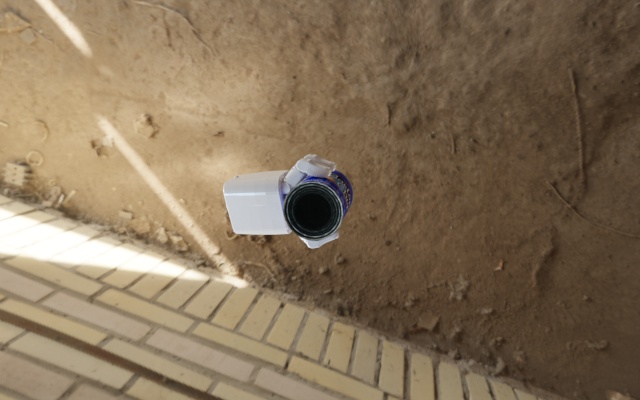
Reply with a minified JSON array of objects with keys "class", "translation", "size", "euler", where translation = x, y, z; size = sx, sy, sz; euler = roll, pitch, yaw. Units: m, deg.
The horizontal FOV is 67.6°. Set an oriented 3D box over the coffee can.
[{"class":"coffee can","translation":[0.000,0.003,0.854],"size":[0.103,0.103,0.140],"euler":[0,13,11]}]
